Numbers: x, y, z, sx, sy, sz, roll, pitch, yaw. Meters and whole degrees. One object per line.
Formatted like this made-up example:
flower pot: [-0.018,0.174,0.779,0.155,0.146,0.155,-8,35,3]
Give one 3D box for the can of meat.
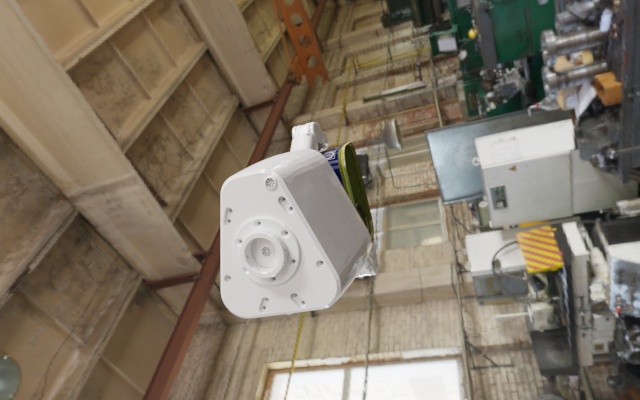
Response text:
can of meat: [0.000,0.002,0.478,0.084,0.102,0.057,-11,12,17]
